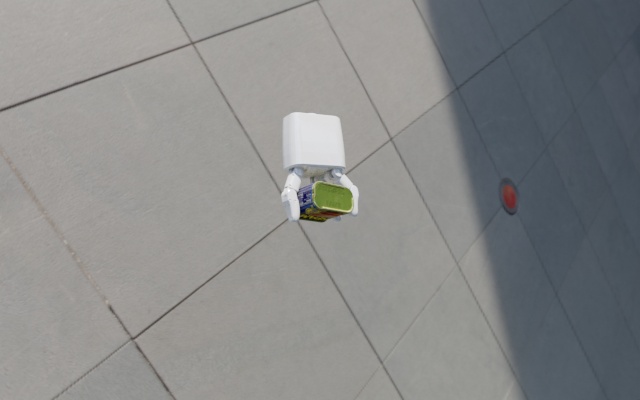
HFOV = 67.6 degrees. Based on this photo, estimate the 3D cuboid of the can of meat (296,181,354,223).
[{"bbox_3d":[0.000,0.003,0.896,0.102,0.057,0.084,10,-18,-37],"label":"can of meat"}]
